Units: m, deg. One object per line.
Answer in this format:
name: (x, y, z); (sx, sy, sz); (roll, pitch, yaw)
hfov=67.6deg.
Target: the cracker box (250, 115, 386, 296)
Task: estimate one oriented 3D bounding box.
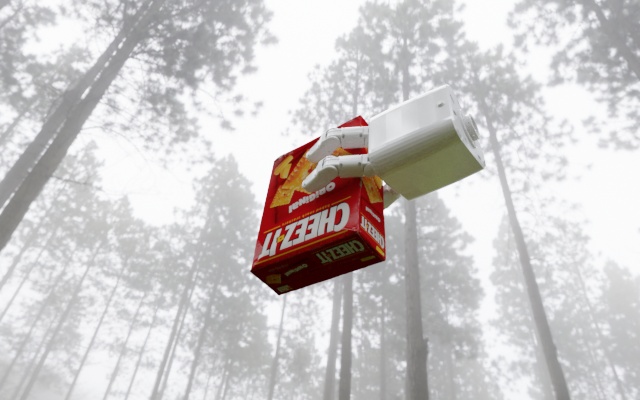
cracker box: (0.000, 0.002, 0.645); (0.164, 0.213, 0.072); (-23, -51, 28)
